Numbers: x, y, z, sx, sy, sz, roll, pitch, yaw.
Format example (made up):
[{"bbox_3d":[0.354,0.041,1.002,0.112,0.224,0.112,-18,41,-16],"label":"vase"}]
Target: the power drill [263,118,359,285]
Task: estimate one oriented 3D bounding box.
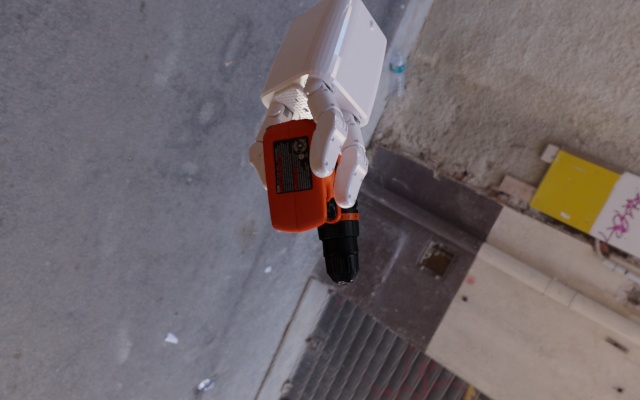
[{"bbox_3d":[0.000,0.001,0.515,0.057,0.184,0.188,-10,-9,13],"label":"power drill"}]
